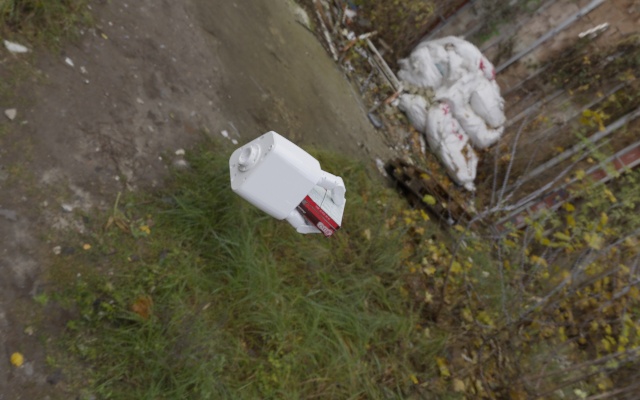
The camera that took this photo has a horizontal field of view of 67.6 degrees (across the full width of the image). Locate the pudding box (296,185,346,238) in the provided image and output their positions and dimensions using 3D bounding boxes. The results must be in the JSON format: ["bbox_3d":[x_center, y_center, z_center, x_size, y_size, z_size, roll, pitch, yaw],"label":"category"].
[{"bbox_3d":[0.000,0.003,0.856,0.039,0.090,0.113,-38,15,25],"label":"pudding box"}]
